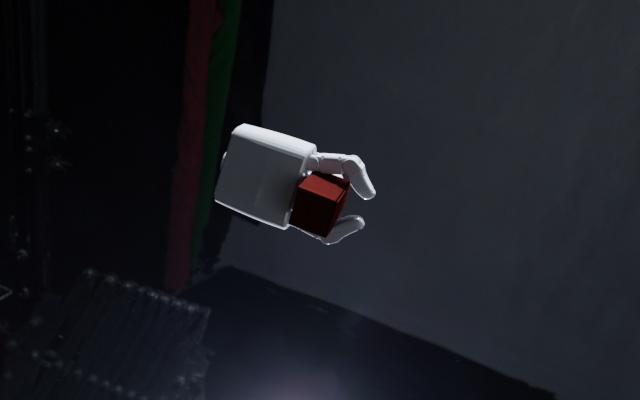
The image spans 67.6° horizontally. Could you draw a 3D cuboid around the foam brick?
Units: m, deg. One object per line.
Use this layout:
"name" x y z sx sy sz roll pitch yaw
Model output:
"foam brick" 0.000 0.002 0.597 0.051 0.053 0.078 21 25 8
